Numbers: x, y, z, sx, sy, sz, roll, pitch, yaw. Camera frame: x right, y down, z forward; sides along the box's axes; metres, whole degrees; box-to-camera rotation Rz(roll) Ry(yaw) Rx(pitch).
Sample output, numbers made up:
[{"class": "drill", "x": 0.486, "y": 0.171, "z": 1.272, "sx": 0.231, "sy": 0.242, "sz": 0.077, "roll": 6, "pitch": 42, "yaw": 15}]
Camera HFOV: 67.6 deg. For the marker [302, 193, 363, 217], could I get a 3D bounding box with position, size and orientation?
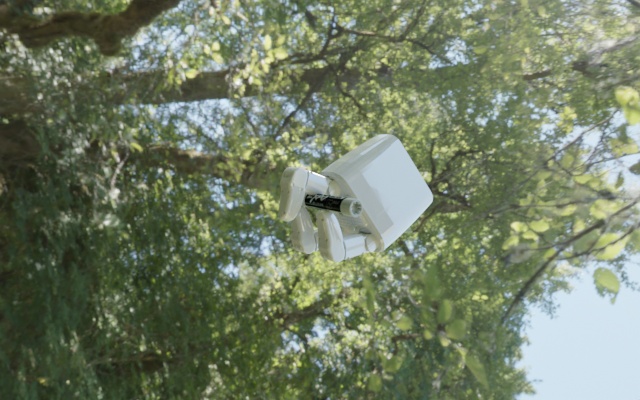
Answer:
[{"class": "marker", "x": 0.000, "y": 0.002, "z": 0.533, "sx": 0.020, "sy": 0.020, "sz": 0.121, "roll": 0, "pitch": 6, "yaw": -37}]
